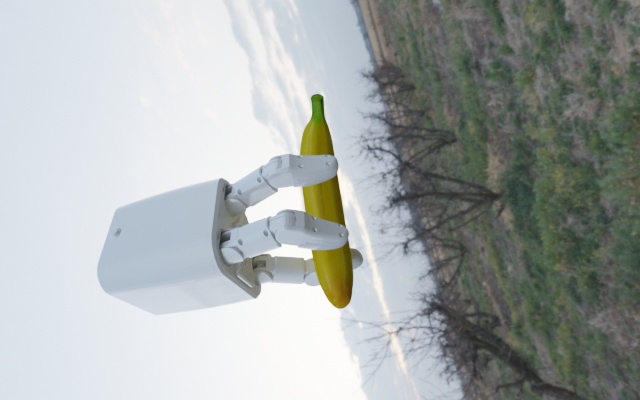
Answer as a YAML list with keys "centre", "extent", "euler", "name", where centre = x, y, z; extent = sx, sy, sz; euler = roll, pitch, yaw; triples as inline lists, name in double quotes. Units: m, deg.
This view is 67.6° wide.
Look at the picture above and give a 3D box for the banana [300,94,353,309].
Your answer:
- centre: [0.002, 0.004, 0.439]
  extent: [0.037, 0.197, 0.070]
  euler: [-10, -20, 4]
  name: "banana"
